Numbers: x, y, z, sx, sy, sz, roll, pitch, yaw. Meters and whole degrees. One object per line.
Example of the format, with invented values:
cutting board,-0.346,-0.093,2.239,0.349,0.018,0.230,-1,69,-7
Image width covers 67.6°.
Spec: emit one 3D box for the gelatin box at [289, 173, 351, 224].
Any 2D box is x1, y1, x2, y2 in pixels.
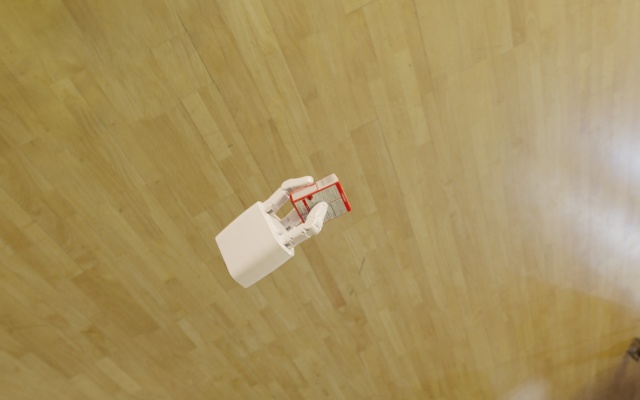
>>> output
gelatin box,0.001,0.003,0.828,0.089,0.073,0.030,-24,39,3
